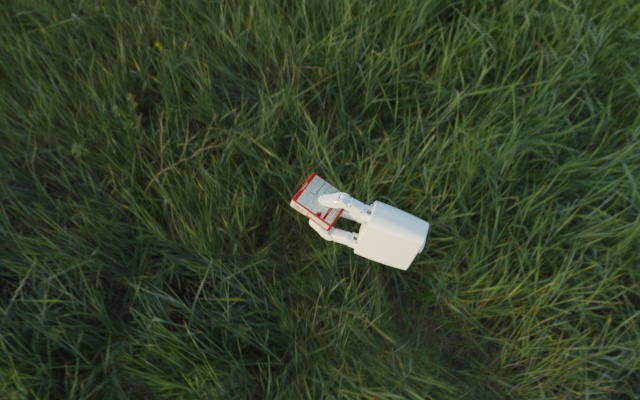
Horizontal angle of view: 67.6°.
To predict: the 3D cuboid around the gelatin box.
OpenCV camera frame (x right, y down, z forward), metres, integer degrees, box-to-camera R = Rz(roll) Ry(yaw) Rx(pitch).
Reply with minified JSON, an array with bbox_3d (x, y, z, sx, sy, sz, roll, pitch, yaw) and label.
[{"bbox_3d":[0.000,0.003,0.887,0.089,0.073,0.030,35,-27,3],"label":"gelatin box"}]
